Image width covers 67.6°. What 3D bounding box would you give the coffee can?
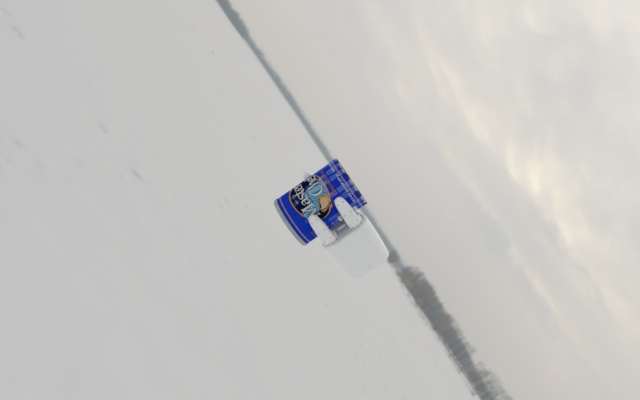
[{"bbox_3d":[0.000,0.003,0.878,0.140,0.103,0.103,-34,-3,4],"label":"coffee can"}]
